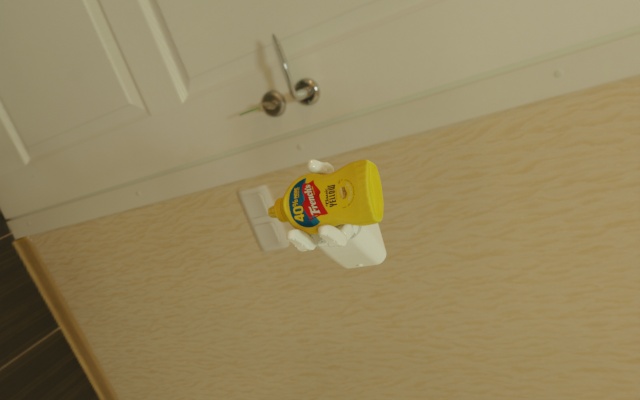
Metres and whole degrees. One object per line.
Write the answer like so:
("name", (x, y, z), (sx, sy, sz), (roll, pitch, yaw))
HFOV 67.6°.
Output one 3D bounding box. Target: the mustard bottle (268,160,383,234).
("mustard bottle", (0.000, 0.002, 0.749), (0.191, 0.096, 0.058), (-12, -13, 28))
